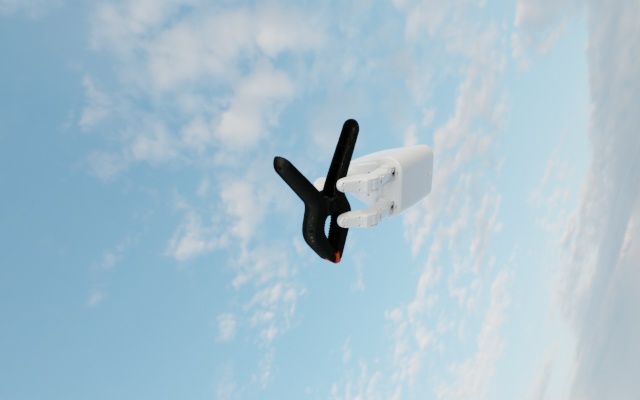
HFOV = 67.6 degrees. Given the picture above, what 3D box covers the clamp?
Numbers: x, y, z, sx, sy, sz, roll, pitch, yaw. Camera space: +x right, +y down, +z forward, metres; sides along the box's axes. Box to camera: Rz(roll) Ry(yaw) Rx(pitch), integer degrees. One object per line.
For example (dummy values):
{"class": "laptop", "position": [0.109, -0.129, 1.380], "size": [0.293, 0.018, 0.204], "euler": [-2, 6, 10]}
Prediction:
{"class": "clamp", "position": [0.000, 0.002, 0.675], "size": [0.036, 0.210, 0.164], "euler": [18, 29, 38]}
